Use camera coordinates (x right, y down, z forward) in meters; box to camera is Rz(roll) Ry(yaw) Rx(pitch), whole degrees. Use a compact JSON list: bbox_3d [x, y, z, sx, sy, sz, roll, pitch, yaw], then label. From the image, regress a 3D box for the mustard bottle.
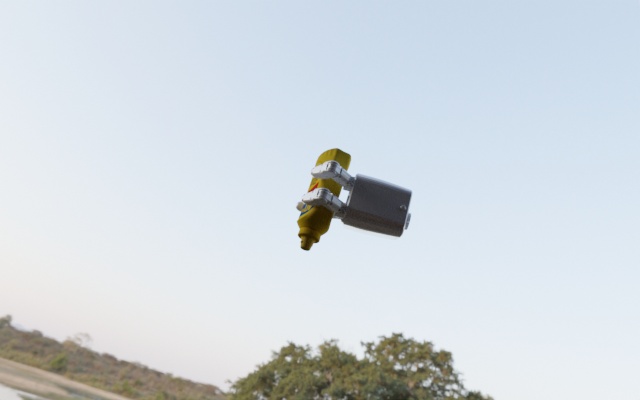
[{"bbox_3d":[0.000,0.003,0.874,0.058,0.191,0.096,26,-26,-18],"label":"mustard bottle"}]
